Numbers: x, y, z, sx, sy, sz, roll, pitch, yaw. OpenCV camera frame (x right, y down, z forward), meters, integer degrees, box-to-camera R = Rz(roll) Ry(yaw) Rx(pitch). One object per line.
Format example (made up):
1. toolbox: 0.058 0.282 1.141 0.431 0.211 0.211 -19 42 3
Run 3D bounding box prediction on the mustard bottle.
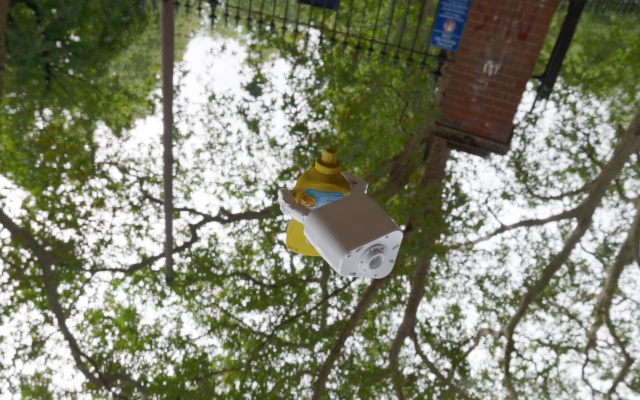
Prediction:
1. mustard bottle: 0.000 0.003 0.808 0.096 0.192 0.058 7 30 -8
